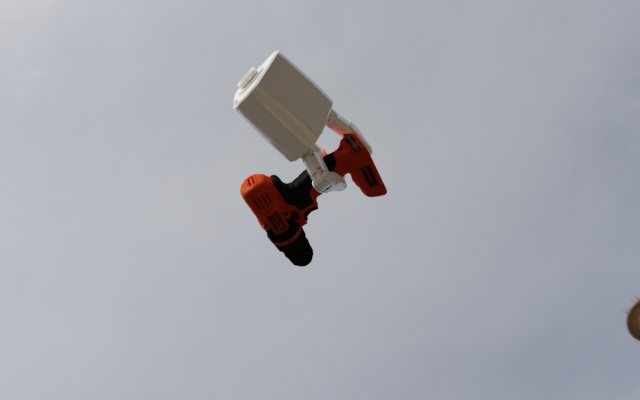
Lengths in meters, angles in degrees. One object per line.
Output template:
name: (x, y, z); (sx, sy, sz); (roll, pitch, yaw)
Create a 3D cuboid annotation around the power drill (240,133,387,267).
power drill: (0.000, 0.002, 0.700); (0.187, 0.185, 0.057); (-31, 41, -1)
